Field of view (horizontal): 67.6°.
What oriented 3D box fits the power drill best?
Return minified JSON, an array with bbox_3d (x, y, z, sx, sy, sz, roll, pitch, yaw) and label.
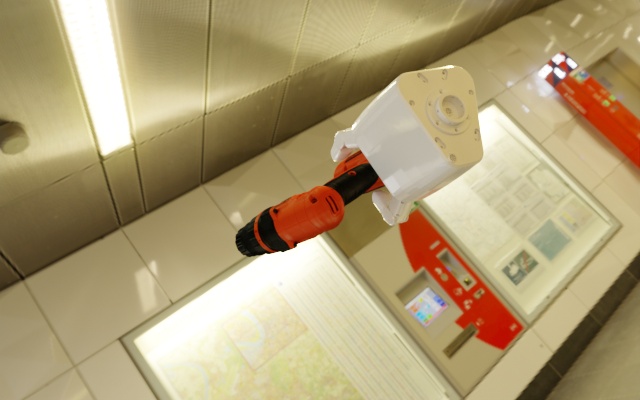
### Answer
[{"bbox_3d":[0.001,0.002,0.577,0.187,0.057,0.184,-36,9,-40],"label":"power drill"}]
